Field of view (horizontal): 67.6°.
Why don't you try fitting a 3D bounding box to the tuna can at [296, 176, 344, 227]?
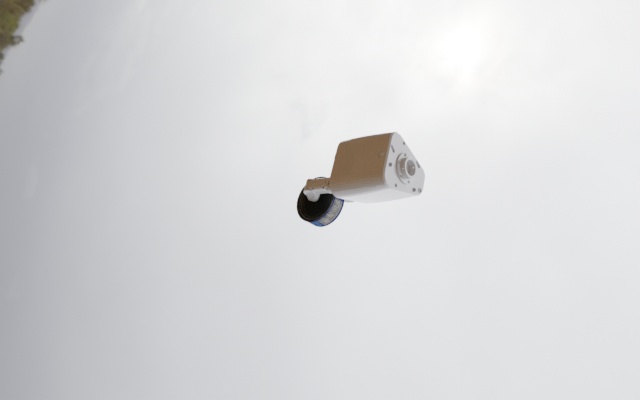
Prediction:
[{"bbox_3d":[0.000,0.003,0.849,0.086,0.086,0.034,0,-22,43],"label":"tuna can"}]
